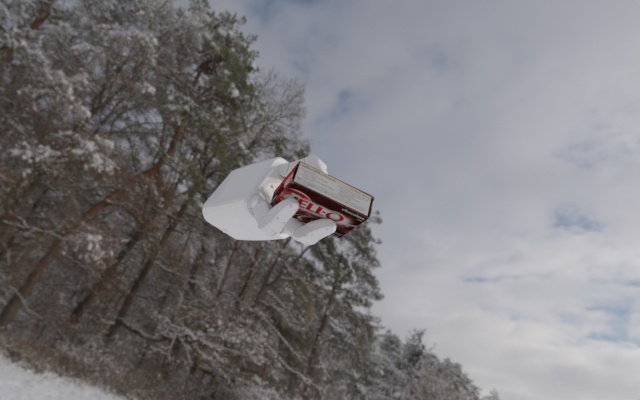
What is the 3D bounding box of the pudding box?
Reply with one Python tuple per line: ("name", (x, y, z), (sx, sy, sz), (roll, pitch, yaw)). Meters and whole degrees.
("pudding box", (0.000, 0.002, 0.630), (0.113, 0.039, 0.090), (23, -28, -14))
